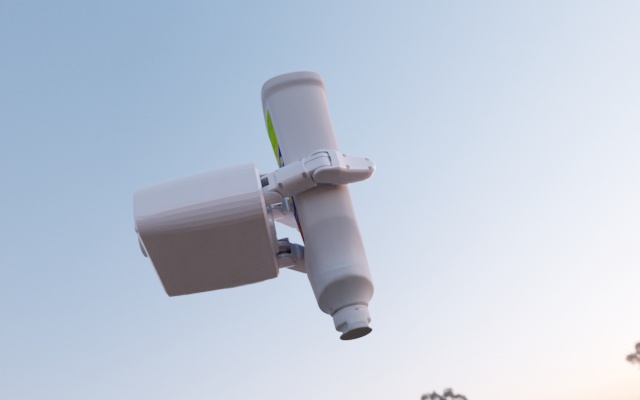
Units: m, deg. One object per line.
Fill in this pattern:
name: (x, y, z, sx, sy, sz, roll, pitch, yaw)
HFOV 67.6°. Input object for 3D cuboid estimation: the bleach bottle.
bleach bottle: (0.000, 0.001, 0.445, 0.068, 0.250, 0.103, -12, -32, -6)
